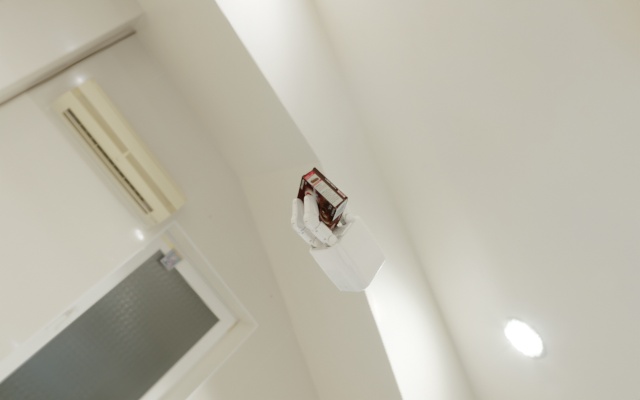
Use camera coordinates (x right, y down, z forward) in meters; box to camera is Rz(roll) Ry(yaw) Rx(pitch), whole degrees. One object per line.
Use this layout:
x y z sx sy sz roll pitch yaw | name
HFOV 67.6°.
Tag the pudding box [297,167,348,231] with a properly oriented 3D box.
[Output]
0.000 0.003 0.896 0.039 0.090 0.114 -40 -16 -28 | pudding box
